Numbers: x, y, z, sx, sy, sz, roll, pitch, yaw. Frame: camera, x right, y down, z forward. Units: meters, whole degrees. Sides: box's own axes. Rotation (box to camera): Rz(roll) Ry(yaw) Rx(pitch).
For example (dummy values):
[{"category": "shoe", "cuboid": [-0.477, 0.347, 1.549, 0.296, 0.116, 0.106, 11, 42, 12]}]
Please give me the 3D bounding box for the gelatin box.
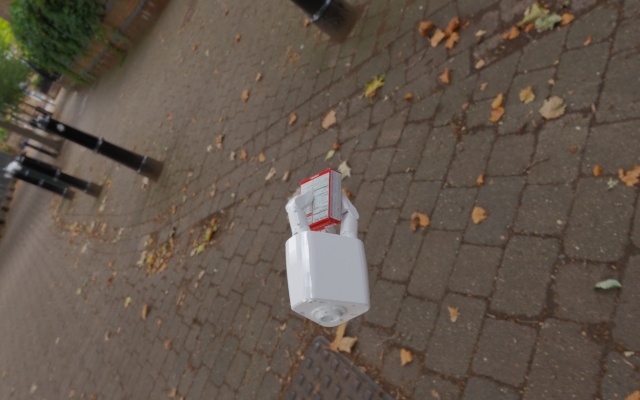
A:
[{"category": "gelatin box", "cuboid": [0.000, 0.002, 0.763, 0.030, 0.089, 0.073, 19, -29, -37]}]
